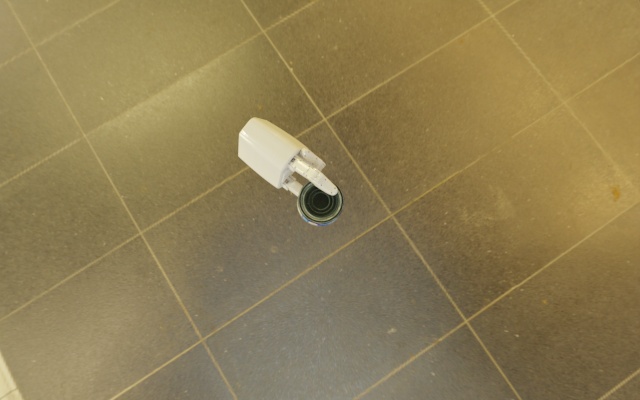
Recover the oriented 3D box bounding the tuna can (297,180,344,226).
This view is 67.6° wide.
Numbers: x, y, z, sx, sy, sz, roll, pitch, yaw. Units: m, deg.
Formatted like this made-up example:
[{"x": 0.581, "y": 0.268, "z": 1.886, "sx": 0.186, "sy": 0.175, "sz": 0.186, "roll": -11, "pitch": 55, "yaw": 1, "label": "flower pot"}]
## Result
[{"x": 0.000, "y": 0.003, "z": 0.869, "sx": 0.086, "sy": 0.086, "sz": 0.034, "roll": 0, "pitch": -9, "yaw": -4, "label": "tuna can"}]
